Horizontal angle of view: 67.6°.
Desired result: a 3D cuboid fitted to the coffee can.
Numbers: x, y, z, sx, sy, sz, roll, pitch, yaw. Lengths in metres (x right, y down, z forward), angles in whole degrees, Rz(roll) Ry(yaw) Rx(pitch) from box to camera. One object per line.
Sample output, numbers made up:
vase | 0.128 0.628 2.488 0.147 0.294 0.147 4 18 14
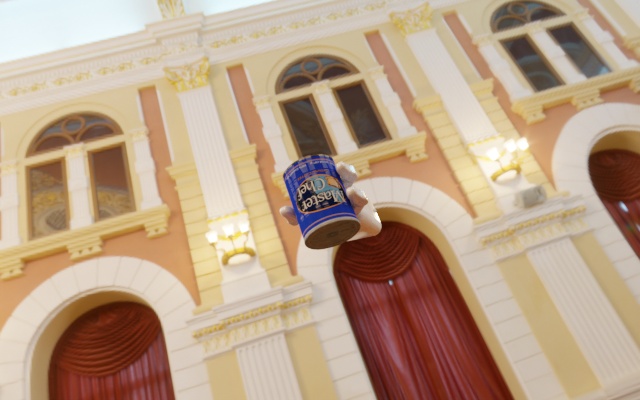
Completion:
coffee can | 0.000 0.003 0.857 0.103 0.140 0.103 -16 -28 -9
